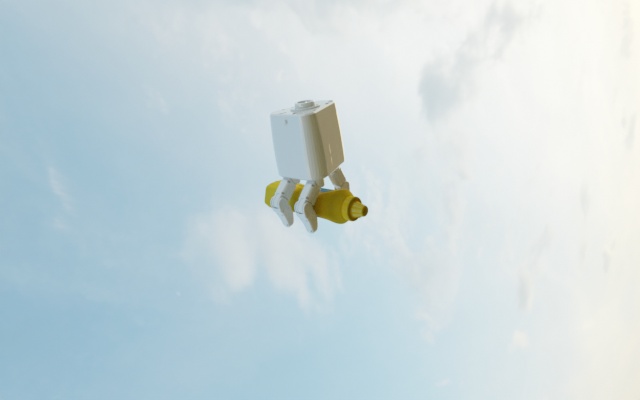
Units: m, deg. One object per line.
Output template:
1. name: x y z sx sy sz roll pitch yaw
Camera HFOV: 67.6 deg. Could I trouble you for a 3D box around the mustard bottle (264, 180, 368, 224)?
1. mustard bottle: 0.000 0.003 0.816 0.191 0.058 0.096 10 4 41
